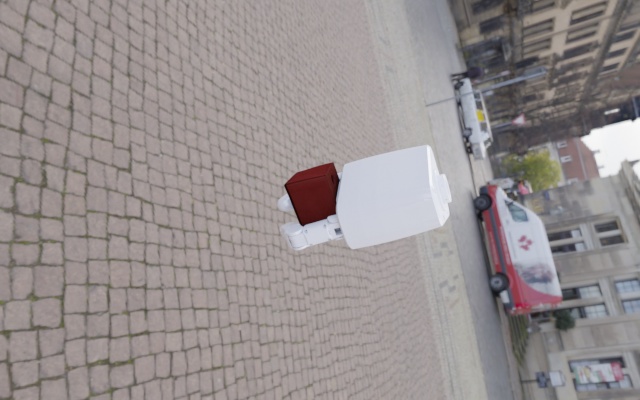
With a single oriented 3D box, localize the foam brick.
[{"bbox_3d":[0.000,0.002,0.564,0.051,0.078,0.053,-15,17,19],"label":"foam brick"}]
